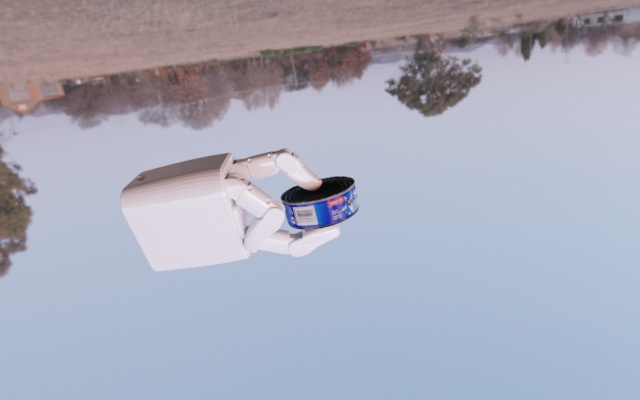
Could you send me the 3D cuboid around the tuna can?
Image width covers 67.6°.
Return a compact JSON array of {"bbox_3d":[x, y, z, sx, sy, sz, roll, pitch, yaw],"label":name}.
[{"bbox_3d":[0.000,0.002,0.542,0.086,0.034,0.086,-12,17,4],"label":"tuna can"}]
